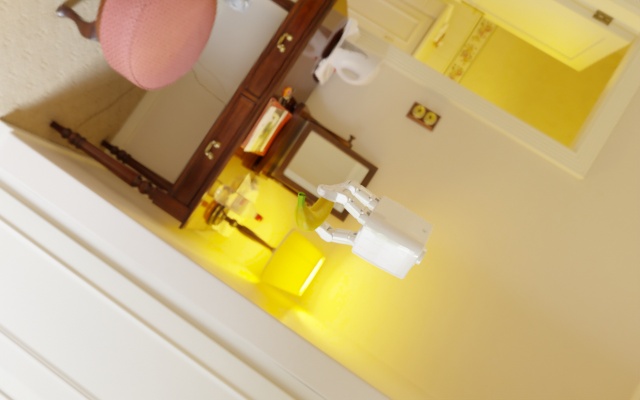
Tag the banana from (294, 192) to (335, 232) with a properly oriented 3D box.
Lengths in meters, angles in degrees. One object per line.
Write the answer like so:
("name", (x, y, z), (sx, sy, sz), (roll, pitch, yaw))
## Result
("banana", (-0.009, 0.020, 0.841), (0.037, 0.069, 0.198), (27, 8, 11))
